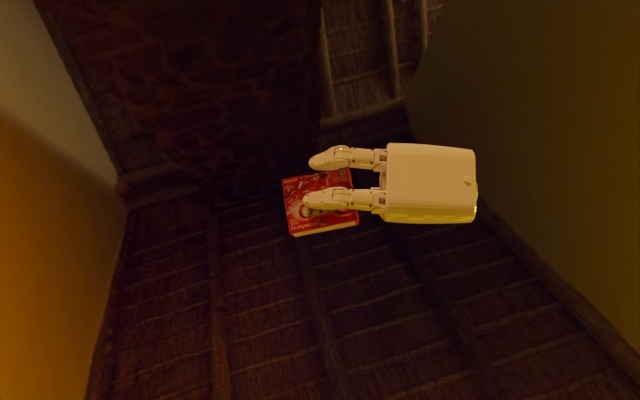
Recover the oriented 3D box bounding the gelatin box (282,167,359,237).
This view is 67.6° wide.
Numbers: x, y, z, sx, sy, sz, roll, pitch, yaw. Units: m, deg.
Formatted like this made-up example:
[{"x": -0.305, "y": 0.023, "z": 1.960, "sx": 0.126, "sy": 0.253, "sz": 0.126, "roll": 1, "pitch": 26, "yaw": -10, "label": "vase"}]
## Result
[{"x": 0.000, "y": 0.002, "z": 0.612, "sx": 0.089, "sy": 0.073, "sz": 0.030, "roll": -11, "pitch": -15, "yaw": 6, "label": "gelatin box"}]
